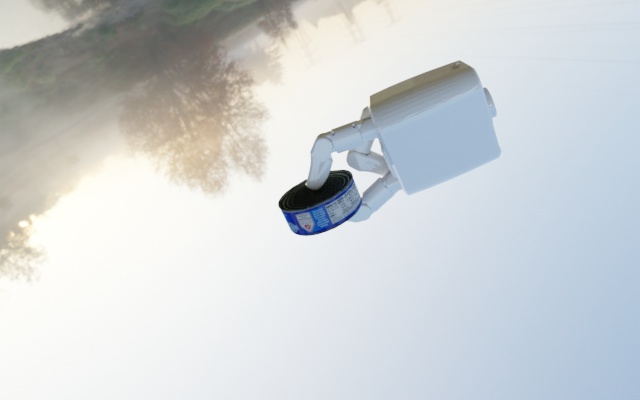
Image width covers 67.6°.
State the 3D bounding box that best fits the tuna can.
[{"bbox_3d":[0.000,0.002,0.512,0.086,0.034,0.086,-21,22,9],"label":"tuna can"}]
